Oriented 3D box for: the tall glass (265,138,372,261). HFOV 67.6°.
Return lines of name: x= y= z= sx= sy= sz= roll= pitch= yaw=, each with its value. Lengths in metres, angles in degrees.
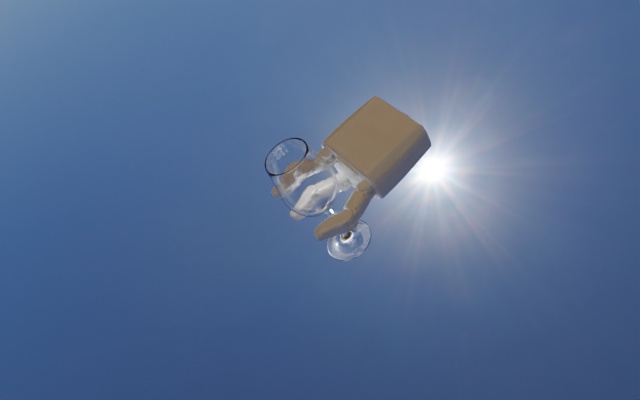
tall glass: x=0.000 y=0.003 z=0.662 sx=0.079 sy=0.079 sz=0.201 roll=0 pitch=-35 yaw=33
